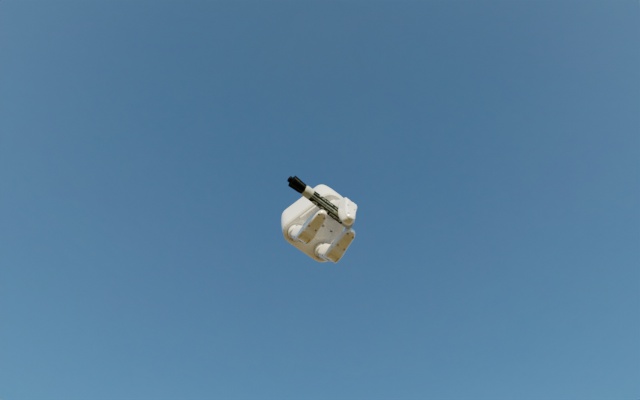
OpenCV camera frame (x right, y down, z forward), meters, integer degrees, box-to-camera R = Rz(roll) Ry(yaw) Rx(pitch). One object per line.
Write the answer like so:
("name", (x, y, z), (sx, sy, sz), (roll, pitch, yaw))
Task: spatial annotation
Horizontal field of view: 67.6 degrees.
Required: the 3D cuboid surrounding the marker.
("marker", (0.000, 0.002, 0.720), (0.121, 0.020, 0.020), (36, -10, -14))
